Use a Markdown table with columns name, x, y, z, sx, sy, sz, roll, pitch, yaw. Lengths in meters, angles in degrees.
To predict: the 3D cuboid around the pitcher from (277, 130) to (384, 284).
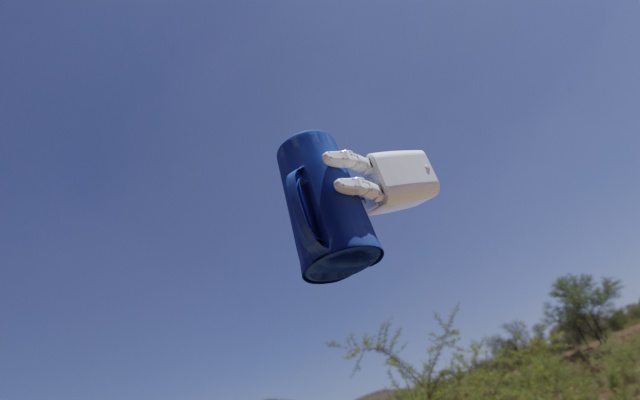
| name | x | y | z | sx | sy | sz | roll | pitch | yaw |
| --- | --- | --- | --- | --- | --- | --- | --- | --- | --- |
| pitcher | 0.000 | 0.003 | 0.783 | 0.145 | 0.242 | 0.149 | -8 | -29 | -19 |
